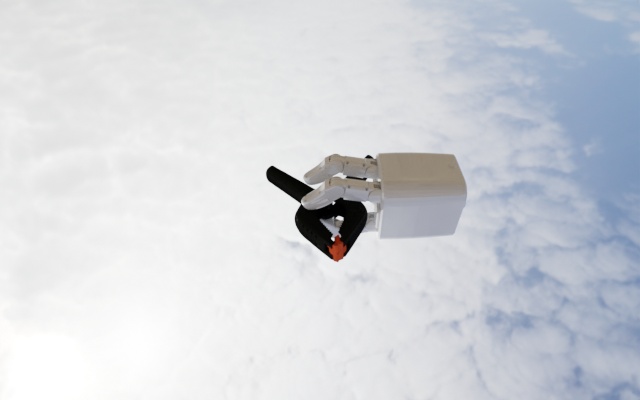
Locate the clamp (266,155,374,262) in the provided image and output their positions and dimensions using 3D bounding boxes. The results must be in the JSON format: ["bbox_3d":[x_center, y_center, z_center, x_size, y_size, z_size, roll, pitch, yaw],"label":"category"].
[{"bbox_3d":[0.000,0.003,0.647,0.164,0.036,0.209,-3,36,3],"label":"clamp"}]
